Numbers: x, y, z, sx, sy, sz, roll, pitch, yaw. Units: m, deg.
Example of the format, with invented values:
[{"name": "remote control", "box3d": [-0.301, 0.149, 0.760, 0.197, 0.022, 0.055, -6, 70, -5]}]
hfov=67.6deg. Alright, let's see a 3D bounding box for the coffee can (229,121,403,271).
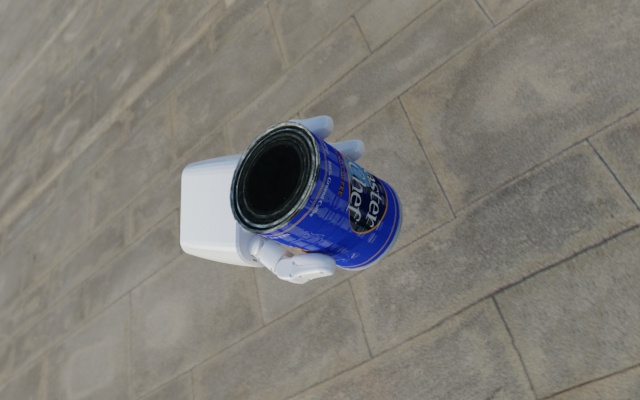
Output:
[{"name": "coffee can", "box3d": [0.000, 0.002, 0.456, 0.103, 0.102, 0.140, 0, -19, 40]}]
